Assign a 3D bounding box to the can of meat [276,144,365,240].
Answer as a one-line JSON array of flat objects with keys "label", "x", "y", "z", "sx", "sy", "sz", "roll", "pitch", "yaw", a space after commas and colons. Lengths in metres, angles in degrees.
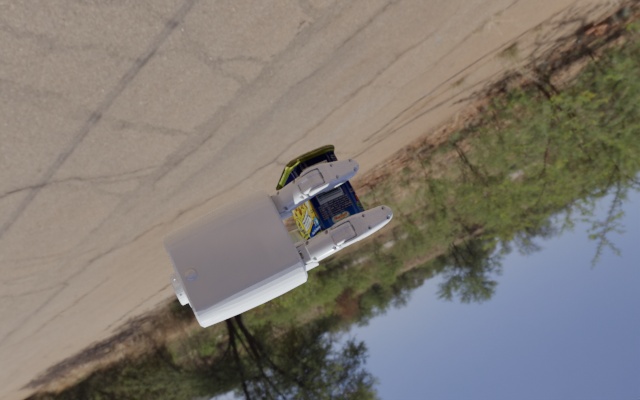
[{"label": "can of meat", "x": 0.000, "y": 0.002, "z": 0.506, "sx": 0.057, "sy": 0.084, "sz": 0.102, "roll": -24, "pitch": -10, "yaw": -19}]
